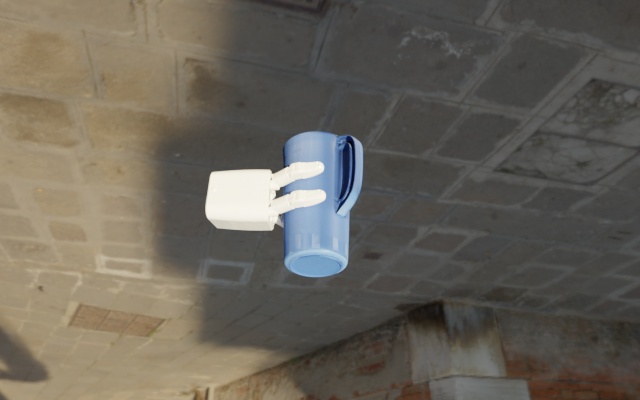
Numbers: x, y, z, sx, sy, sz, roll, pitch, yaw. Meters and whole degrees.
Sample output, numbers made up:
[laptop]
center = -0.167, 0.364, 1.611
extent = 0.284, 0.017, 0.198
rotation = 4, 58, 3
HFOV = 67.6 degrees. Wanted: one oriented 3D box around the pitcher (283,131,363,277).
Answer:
[pitcher]
center = 0.000, 0.003, 0.848
extent = 0.145, 0.242, 0.149
rotation = 1, -31, -1
